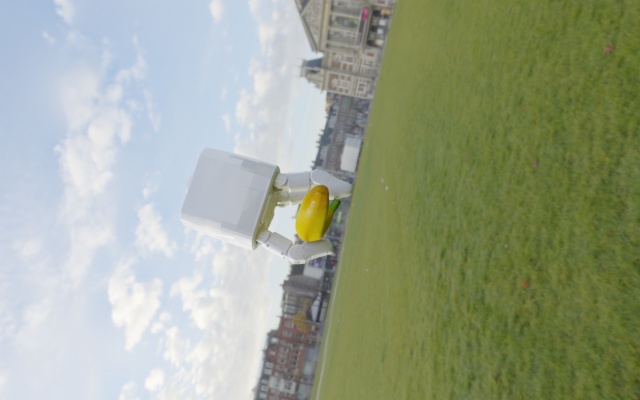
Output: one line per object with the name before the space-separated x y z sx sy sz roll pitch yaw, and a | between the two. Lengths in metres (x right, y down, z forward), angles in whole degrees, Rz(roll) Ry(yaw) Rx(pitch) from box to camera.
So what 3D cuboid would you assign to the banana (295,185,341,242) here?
banana | -0.007 0.019 0.598 0.037 0.069 0.198 23 -1 6
